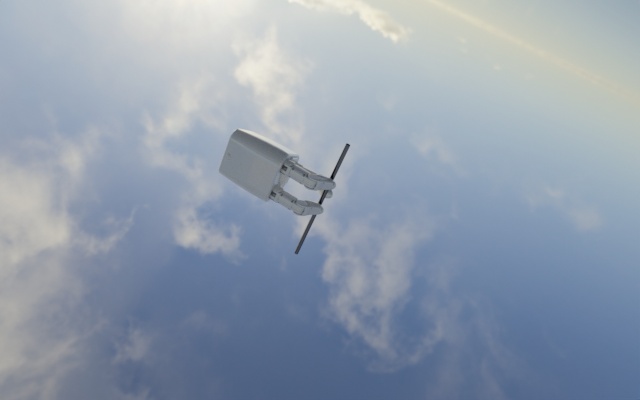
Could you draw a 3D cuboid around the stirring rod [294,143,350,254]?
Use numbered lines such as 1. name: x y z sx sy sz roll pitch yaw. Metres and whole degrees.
1. stirring rod: 0.000 0.003 0.863 0.011 0.240 0.011 21 26 -11
